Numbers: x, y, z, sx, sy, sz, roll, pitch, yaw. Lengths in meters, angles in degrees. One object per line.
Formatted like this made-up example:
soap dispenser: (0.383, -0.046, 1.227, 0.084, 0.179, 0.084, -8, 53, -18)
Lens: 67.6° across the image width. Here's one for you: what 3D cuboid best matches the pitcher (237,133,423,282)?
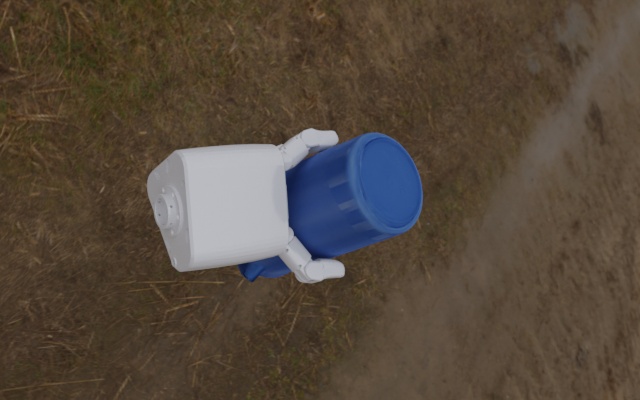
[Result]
pitcher: (0.000, 0.002, 0.570, 0.145, 0.149, 0.243, -7, -10, -41)
